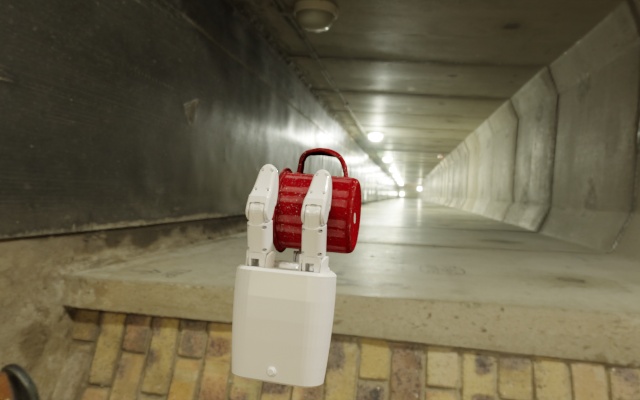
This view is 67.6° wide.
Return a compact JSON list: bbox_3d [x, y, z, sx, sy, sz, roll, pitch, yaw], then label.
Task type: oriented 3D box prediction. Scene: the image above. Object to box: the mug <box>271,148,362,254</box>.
[{"bbox_3d":[0.000,0.000,0.515,0.081,0.117,0.093,5,-2,12],"label":"mug"}]
